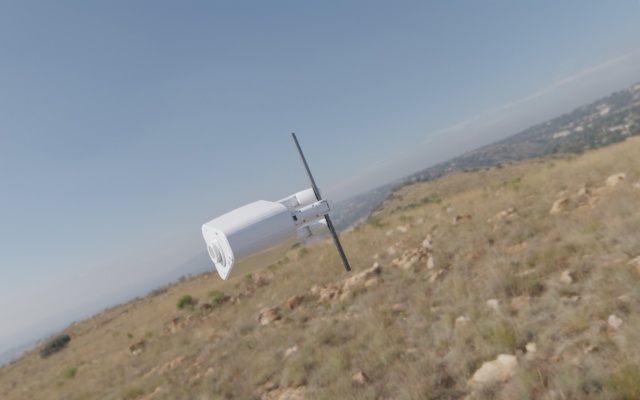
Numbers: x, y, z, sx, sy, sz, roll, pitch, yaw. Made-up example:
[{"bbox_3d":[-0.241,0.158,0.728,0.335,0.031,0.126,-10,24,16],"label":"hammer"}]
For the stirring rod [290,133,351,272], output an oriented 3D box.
[{"bbox_3d":[0.000,0.003,0.772,0.011,0.239,0.011,-23,-1,0],"label":"stirring rod"}]
